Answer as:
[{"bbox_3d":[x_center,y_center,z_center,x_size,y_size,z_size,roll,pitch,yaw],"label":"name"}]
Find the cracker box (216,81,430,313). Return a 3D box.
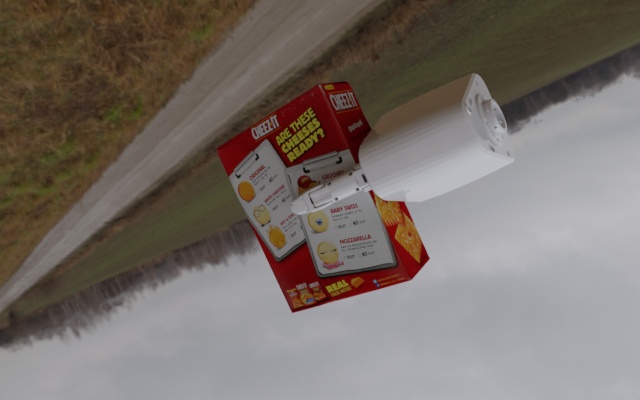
[{"bbox_3d":[0.000,0.002,0.533,0.164,0.213,0.072,-24,1,34],"label":"cracker box"}]
